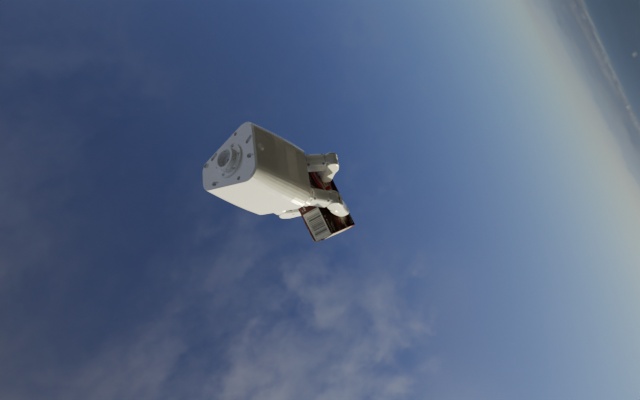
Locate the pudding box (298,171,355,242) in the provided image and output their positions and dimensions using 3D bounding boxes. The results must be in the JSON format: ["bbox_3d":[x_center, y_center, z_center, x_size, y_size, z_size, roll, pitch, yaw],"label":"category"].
[{"bbox_3d":[0.000,0.003,0.753,0.039,0.113,0.090,-27,-5,28],"label":"pudding box"}]
